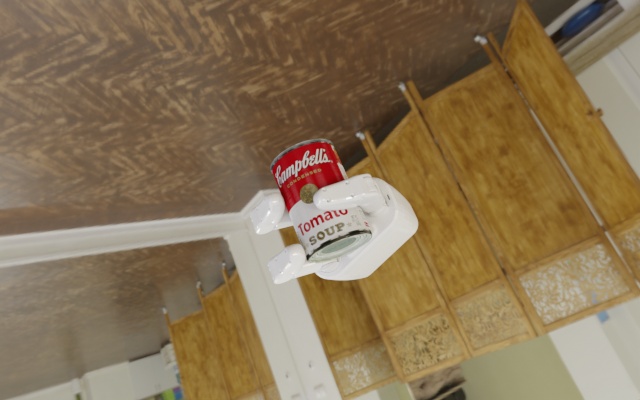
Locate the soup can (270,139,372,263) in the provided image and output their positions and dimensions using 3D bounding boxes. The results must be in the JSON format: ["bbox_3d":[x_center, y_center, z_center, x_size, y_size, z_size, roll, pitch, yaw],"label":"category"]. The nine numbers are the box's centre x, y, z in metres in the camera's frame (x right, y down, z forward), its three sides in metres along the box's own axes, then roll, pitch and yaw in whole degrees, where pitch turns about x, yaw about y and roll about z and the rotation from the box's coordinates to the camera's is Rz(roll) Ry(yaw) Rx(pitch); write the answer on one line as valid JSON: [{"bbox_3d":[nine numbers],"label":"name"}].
[{"bbox_3d":[0.000,0.002,0.461,0.068,0.102,0.068,-20,-20,-7],"label":"soup can"}]
